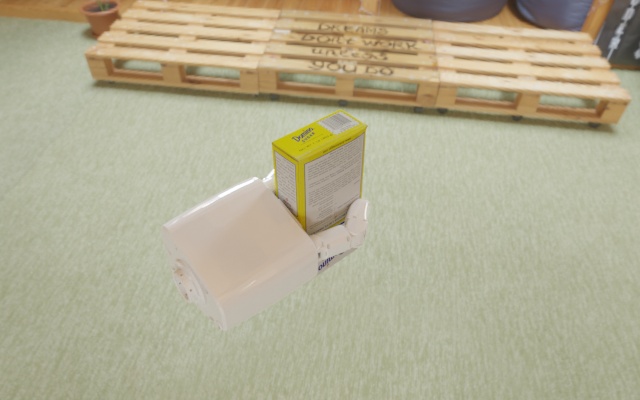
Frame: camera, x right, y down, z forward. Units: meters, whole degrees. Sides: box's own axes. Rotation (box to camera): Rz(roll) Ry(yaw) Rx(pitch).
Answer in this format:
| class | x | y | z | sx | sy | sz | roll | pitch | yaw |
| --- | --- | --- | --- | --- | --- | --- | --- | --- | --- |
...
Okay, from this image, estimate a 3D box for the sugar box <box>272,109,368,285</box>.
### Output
| class | x | y | z | sx | sy | sz | roll | pitch | yaw |
| --- | --- | --- | --- | --- | --- | --- | --- | --- | --- |
| sugar box | 0.000 | 0.001 | 0.508 | 0.093 | 0.176 | 0.048 | -30 | 52 | -31 |
